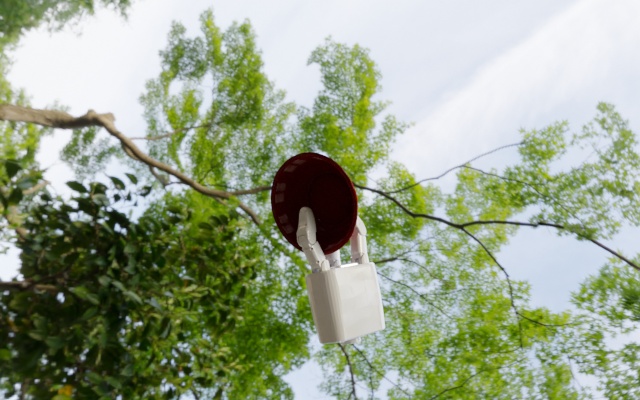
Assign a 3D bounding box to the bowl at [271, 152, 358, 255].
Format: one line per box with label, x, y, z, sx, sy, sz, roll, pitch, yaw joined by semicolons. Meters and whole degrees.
bowl;0.000;0.001;0.752;0.162;0.162;0.055;0;10;34
